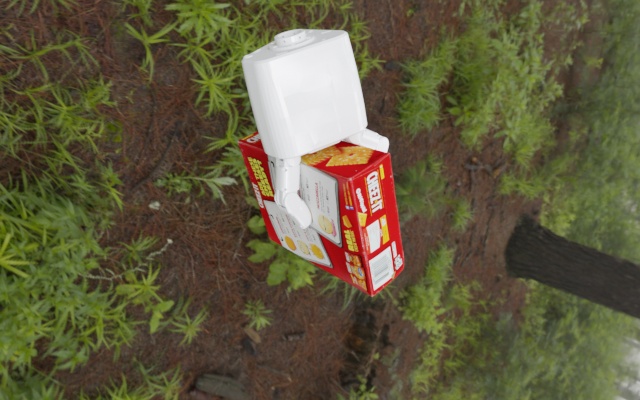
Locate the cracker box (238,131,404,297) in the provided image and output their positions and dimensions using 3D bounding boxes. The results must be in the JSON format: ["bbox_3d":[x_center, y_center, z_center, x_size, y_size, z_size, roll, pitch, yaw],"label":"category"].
[{"bbox_3d":[0.000,0.002,0.605,0.072,0.164,0.213,-33,35,-29],"label":"cracker box"}]
